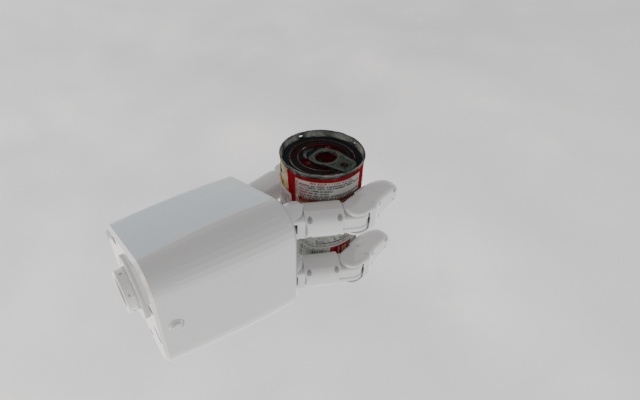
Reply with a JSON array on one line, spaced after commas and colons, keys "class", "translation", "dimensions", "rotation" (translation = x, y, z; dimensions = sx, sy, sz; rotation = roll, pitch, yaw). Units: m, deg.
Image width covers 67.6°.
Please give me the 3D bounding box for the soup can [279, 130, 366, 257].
[{"class": "soup can", "translation": [0.000, 0.001, 0.404], "dimensions": [0.068, 0.102, 0.068], "rotation": [1, 38, -1]}]
